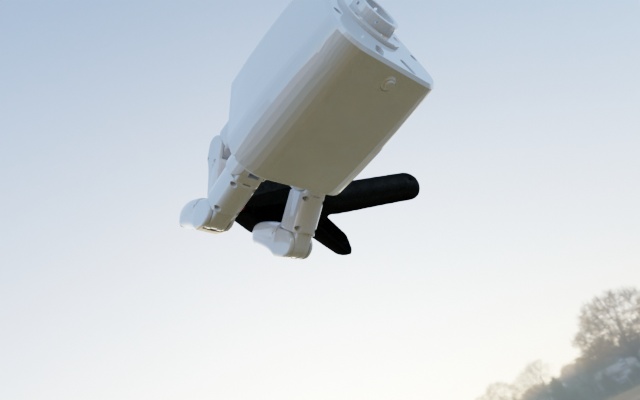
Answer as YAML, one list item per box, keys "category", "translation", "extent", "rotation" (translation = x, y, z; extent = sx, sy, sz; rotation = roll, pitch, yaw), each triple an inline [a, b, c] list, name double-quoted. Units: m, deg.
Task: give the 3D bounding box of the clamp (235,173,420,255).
- category: "clamp"
  translation: [0.000, 0.001, 0.407]
  extent: [0.171, 0.039, 0.120]
  rotation: [14, -48, -41]
